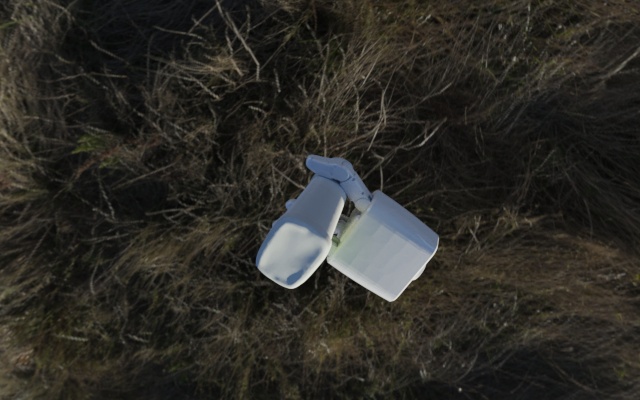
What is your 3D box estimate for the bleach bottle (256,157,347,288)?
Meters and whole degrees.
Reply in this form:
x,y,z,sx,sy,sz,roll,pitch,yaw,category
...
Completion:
x,y,z,sx,sy,sz,roll,pitch,yaw,category
0.000,0.002,0.636,0.068,0.103,0.250,34,35,-3,bleach bottle
